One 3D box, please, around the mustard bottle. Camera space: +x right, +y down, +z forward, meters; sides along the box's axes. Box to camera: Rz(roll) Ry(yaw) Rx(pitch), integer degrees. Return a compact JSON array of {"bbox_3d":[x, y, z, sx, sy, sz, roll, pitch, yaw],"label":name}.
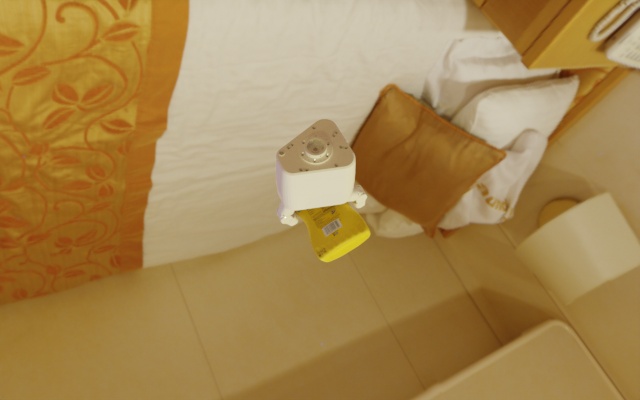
[{"bbox_3d":[0.000,0.003,0.823,0.096,0.191,0.058,-33,-24,9],"label":"mustard bottle"}]
